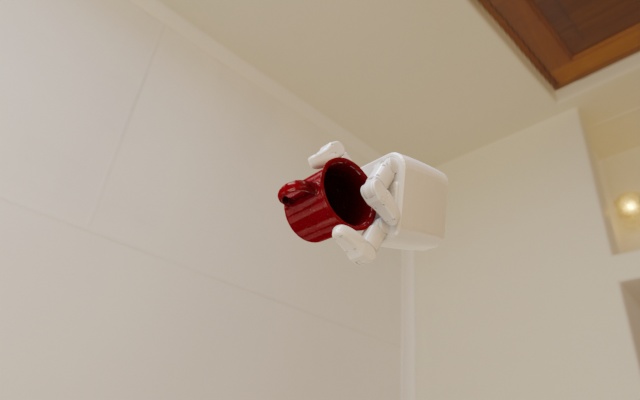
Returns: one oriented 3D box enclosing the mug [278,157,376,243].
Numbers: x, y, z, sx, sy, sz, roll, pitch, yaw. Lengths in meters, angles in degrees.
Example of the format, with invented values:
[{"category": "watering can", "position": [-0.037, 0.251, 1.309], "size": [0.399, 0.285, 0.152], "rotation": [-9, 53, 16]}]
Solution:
[{"category": "mug", "position": [-0.001, 0.002, 0.585], "size": [0.117, 0.093, 0.081], "rotation": [14, -29, -40]}]
